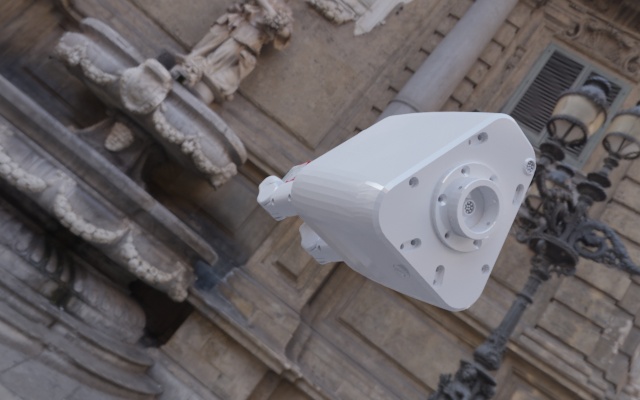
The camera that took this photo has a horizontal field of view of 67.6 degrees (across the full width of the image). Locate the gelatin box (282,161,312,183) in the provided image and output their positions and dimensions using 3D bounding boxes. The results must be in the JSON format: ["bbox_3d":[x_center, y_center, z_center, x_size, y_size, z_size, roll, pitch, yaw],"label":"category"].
[{"bbox_3d":[0.000,0.001,0.431,0.073,0.030,0.089,43,-7,-9],"label":"gelatin box"}]
